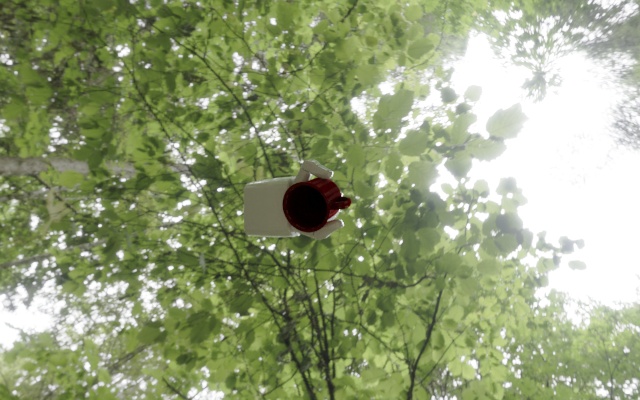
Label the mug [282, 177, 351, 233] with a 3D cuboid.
[{"bbox_3d":[0.002,0.003,0.875,0.117,0.093,0.081,-2,13,25],"label":"mug"}]
